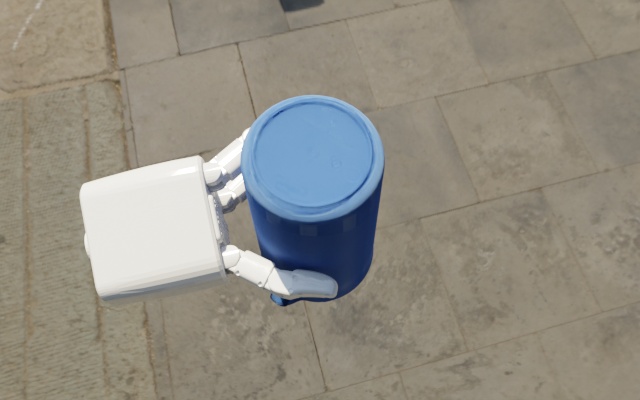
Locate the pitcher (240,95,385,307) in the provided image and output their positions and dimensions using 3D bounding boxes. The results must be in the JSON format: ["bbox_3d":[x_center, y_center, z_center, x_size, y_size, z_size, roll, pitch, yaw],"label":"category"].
[{"bbox_3d":[0.000,0.002,0.460,0.145,0.149,0.243,-11,-22,-4],"label":"pitcher"}]
